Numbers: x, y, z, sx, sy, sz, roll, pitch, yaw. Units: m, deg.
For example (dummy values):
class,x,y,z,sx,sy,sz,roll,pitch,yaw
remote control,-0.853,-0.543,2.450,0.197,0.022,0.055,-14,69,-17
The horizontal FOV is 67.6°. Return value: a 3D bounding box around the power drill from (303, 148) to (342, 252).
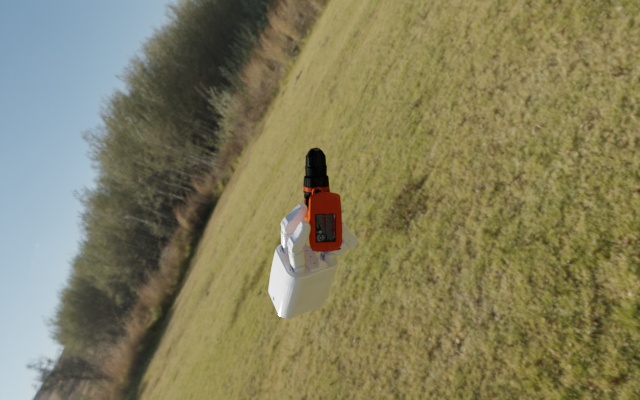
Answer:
class,x,y,z,sx,sy,sz,roll,pitch,yaw
power drill,0.000,0.003,0.876,0.057,0.184,0.187,-4,13,-4
